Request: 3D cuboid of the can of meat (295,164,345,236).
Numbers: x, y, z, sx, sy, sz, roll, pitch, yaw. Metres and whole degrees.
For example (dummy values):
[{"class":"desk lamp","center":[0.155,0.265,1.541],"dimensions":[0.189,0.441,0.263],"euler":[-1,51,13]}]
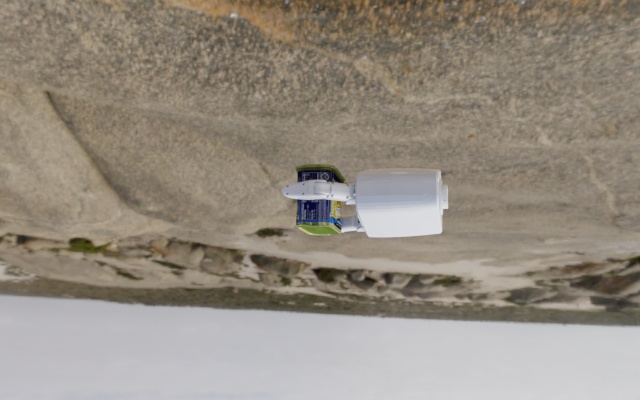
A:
[{"class":"can of meat","center":[0.000,0.003,0.677],"dimensions":[0.057,0.084,0.102],"euler":[-2,-12,13]}]
